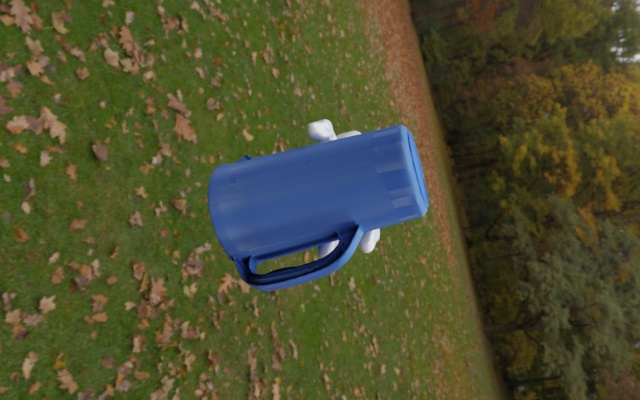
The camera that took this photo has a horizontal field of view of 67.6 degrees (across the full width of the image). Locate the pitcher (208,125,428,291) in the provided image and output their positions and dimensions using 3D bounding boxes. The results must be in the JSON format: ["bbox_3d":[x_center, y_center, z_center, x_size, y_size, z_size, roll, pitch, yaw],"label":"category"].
[{"bbox_3d":[0.000,0.002,0.571,0.243,0.149,0.145,-14,13,17],"label":"pitcher"}]
